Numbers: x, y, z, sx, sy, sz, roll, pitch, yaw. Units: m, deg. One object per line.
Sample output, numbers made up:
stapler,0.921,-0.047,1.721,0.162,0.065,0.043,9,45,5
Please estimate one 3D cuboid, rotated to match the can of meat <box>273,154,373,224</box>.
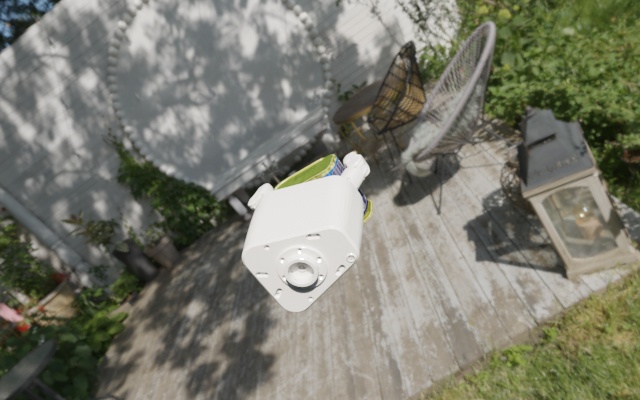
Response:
can of meat,0.000,0.002,0.596,0.102,0.084,0.057,-29,22,22
